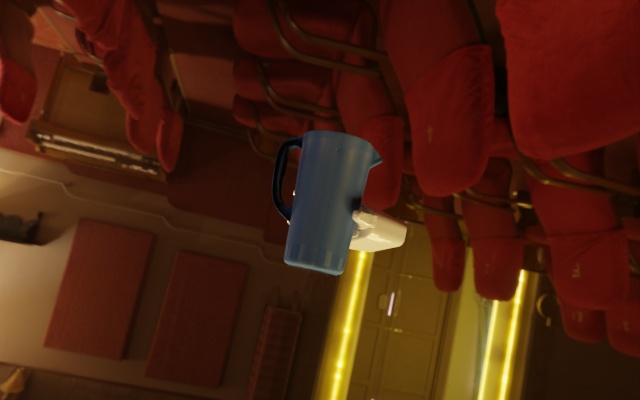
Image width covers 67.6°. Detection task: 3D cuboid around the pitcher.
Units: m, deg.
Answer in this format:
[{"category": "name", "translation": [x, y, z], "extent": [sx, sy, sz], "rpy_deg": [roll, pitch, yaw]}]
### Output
[{"category": "pitcher", "translation": [0.000, 0.003, 0.854], "extent": [0.145, 0.243, 0.149], "rpy_deg": [19, -11, -40]}]
